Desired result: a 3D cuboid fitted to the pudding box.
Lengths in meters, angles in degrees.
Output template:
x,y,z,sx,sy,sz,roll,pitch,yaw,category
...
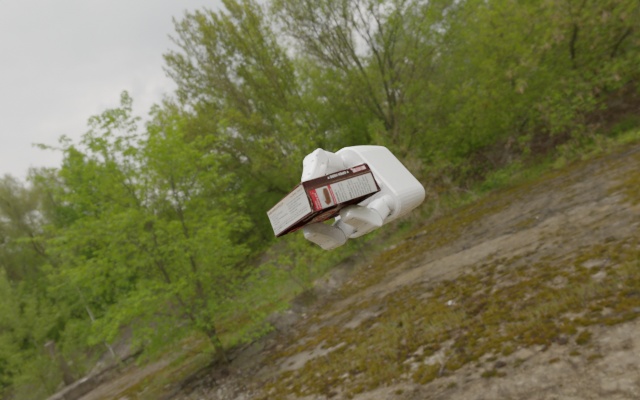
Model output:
x,y,z,sx,sy,sz,roll,pitch,yaw,category
0.000,0.002,0.541,0.090,0.039,0.113,-19,-10,-29,pudding box
